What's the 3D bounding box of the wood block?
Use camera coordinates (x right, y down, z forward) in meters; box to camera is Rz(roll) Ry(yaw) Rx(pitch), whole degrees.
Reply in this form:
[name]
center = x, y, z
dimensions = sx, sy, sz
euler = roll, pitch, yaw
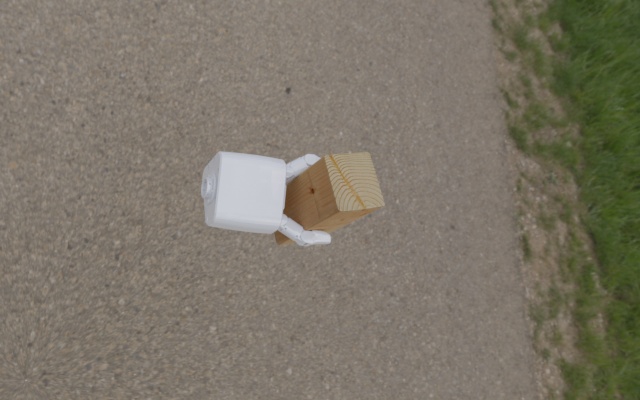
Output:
[wood block]
center = 0.000, 0.003, 0.793
dimensions = 0.090, 0.091, 0.206
euler = -7, -14, -33
